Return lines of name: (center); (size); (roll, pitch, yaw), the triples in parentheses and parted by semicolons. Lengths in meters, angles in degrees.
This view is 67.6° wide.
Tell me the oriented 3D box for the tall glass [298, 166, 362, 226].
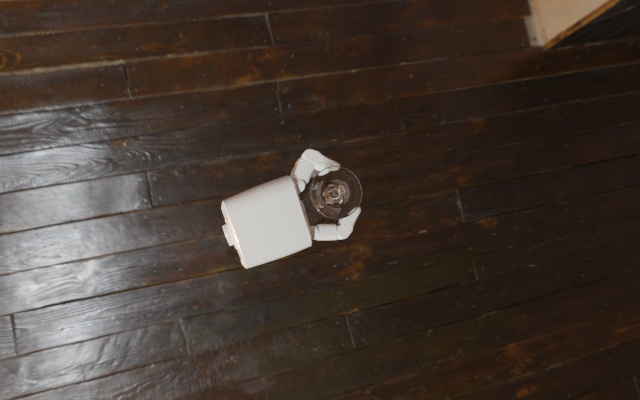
tall glass: (0.000, 0.002, 0.756); (0.079, 0.079, 0.201); (0, -8, -13)
